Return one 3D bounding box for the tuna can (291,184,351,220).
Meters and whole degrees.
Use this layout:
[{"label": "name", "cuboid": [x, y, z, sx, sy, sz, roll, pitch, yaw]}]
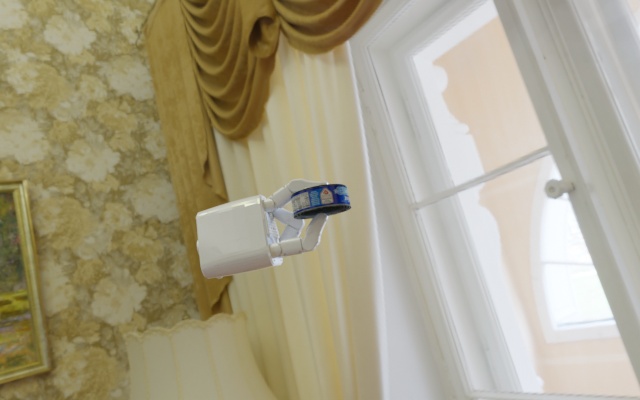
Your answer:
[{"label": "tuna can", "cuboid": [0.000, 0.002, 0.700, 0.086, 0.033, 0.086, -10, -10, -2]}]
